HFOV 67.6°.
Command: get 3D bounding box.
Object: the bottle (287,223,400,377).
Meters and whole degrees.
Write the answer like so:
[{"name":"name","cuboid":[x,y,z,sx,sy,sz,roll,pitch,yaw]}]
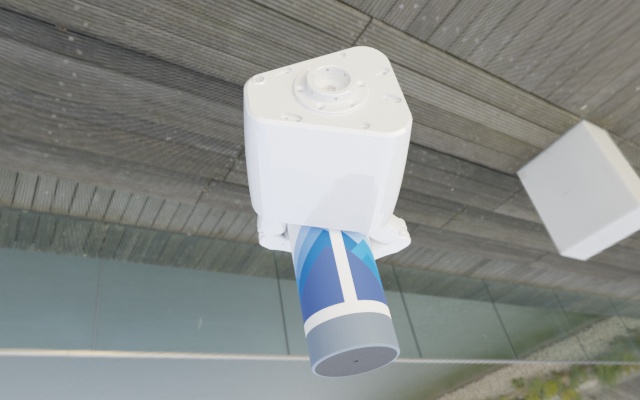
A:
[{"name":"bottle","cuboid":[0.000,0.002,0.434,0.069,0.295,0.069,-8,-36,-6]}]
